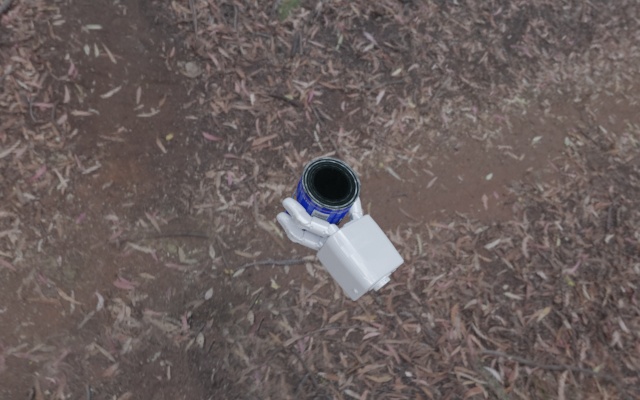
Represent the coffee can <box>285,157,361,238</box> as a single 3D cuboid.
[{"bbox_3d":[0.000,0.003,0.854,0.103,0.102,0.140,0,-28,-17],"label":"coffee can"}]
